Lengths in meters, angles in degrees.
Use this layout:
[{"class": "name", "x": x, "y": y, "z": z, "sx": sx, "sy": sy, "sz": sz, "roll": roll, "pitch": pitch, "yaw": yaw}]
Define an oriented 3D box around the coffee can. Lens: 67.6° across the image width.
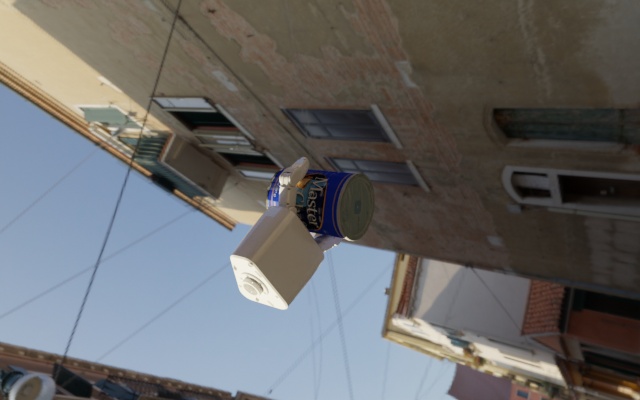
[{"class": "coffee can", "x": 0.000, "y": 0.002, "z": 0.757, "sx": 0.140, "sy": 0.103, "sz": 0.103, "roll": 8, "pitch": 4, "yaw": 34}]
